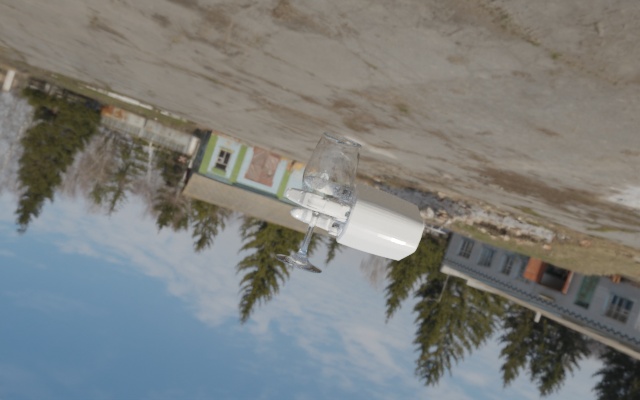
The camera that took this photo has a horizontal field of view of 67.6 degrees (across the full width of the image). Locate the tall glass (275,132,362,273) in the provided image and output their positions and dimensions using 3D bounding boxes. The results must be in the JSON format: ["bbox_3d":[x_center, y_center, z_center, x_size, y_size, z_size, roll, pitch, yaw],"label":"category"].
[{"bbox_3d":[0.000,0.003,0.718,0.079,0.201,0.079,19,1,0],"label":"tall glass"}]
